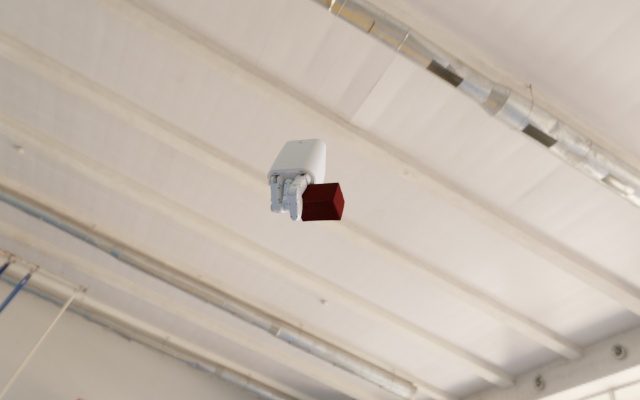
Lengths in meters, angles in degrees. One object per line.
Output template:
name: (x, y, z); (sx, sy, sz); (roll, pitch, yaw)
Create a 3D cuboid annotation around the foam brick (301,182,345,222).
foam brick: (0.000, 0.003, 0.884); (0.078, 0.053, 0.051); (-2, 42, 21)
